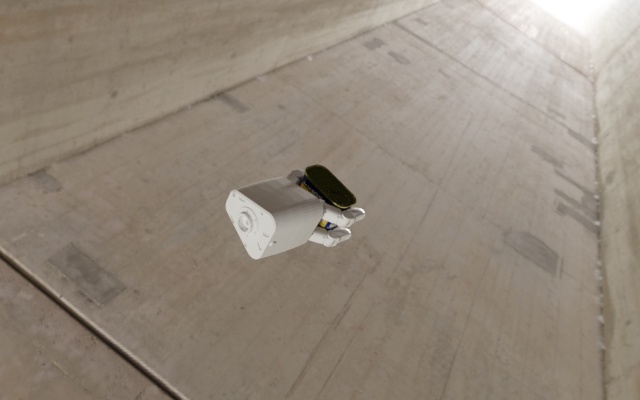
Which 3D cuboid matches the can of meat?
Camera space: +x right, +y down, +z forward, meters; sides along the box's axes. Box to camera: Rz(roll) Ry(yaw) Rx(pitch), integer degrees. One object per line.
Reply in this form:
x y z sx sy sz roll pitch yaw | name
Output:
0.000 0.003 0.833 0.102 0.084 0.057 46 37 19 | can of meat
